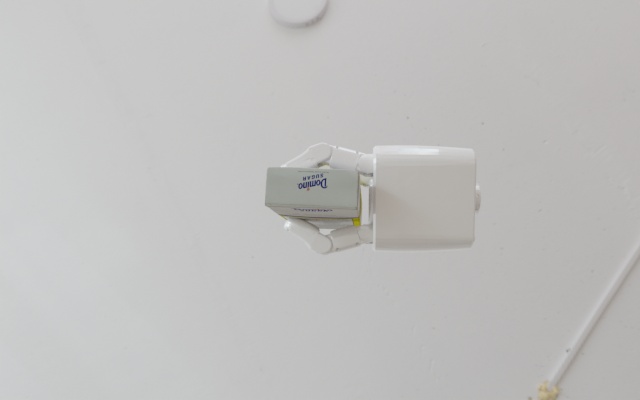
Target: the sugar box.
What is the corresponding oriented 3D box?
[{"bbox_3d":[0.000,0.001,0.541,0.093,0.048,0.176,2,-12,5],"label":"sugar box"}]
